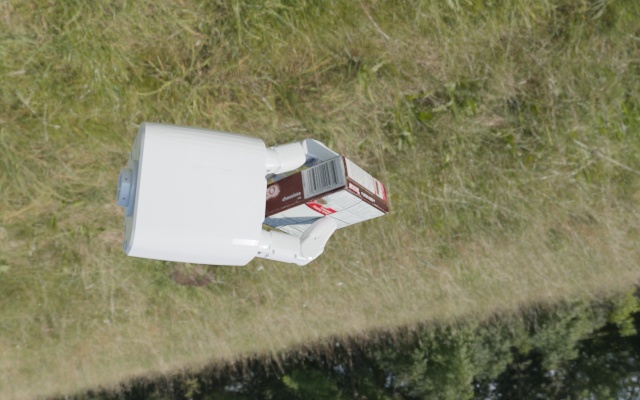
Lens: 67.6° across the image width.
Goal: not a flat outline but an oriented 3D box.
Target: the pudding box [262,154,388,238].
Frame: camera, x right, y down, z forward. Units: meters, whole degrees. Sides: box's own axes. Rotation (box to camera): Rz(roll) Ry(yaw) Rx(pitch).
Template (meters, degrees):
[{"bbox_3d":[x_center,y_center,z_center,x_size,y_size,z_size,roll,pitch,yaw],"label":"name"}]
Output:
[{"bbox_3d":[0.000,0.002,0.494,0.113,0.039,0.090,-18,-26,29],"label":"pudding box"}]
